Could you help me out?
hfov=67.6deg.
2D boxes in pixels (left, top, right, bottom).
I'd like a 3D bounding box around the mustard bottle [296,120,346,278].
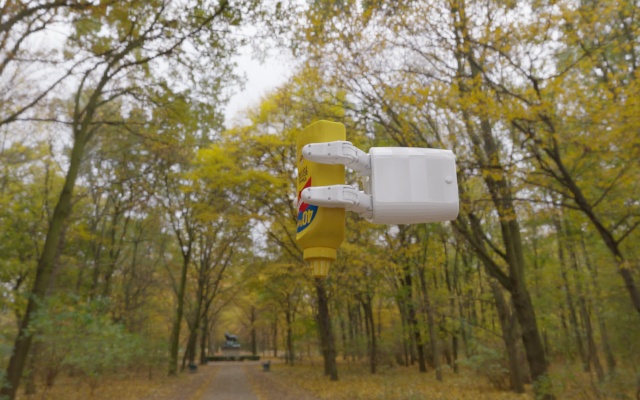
[{"bbox_3d":[0.000,0.002,0.612,0.058,0.191,0.096,7,-18,-22],"label":"mustard bottle"}]
